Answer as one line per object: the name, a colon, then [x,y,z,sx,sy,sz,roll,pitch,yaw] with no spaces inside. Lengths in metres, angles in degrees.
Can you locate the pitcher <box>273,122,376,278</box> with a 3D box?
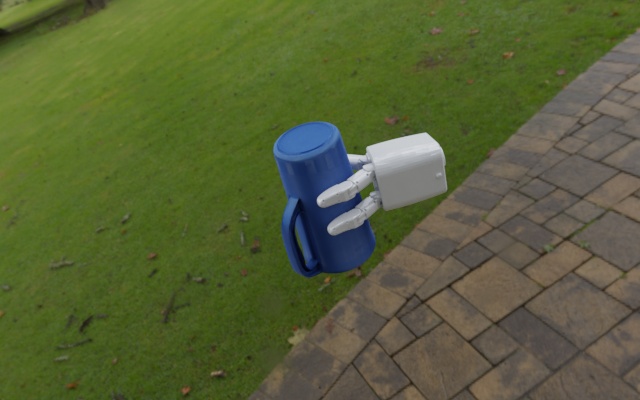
pitcher: [0.000,0.003,0.796,0.145,0.243,0.149,-14,36,5]
